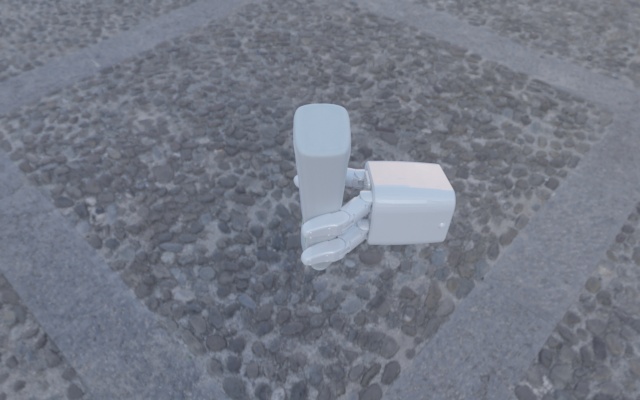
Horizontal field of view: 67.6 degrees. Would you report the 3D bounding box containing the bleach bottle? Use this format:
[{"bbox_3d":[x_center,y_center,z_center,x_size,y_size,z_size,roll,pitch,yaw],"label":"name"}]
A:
[{"bbox_3d":[0.000,0.002,0.642,0.068,0.102,0.251,0,-44,-2],"label":"bleach bottle"}]
